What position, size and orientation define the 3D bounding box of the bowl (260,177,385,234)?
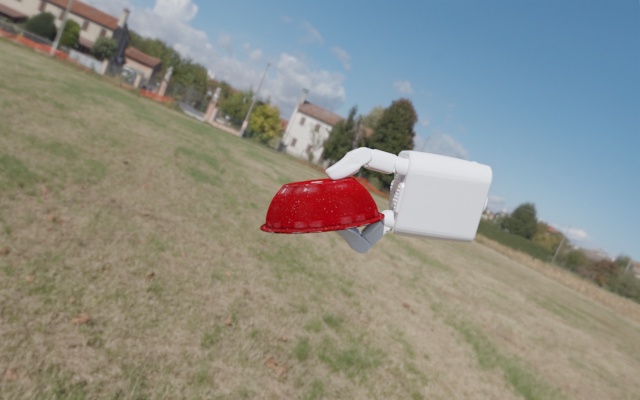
[{"bbox_3d":[-0.001,0.002,0.613,0.162,0.055,0.162,-6,6,1],"label":"bowl"}]
